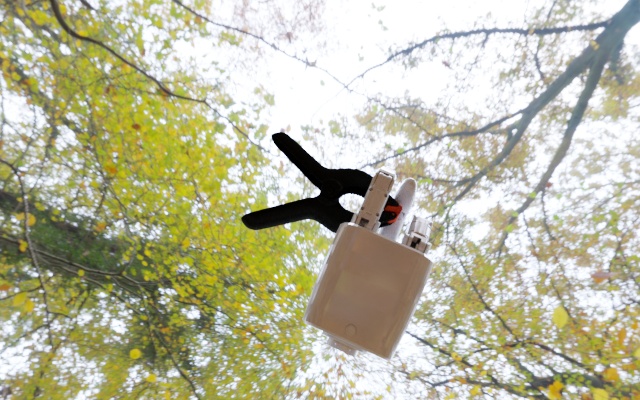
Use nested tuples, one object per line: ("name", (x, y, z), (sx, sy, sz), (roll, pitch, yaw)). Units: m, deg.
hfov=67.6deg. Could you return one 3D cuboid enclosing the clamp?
("clamp", (0.000, 0.002, 0.529), (0.171, 0.120, 0.039), (23, -15, 8))
